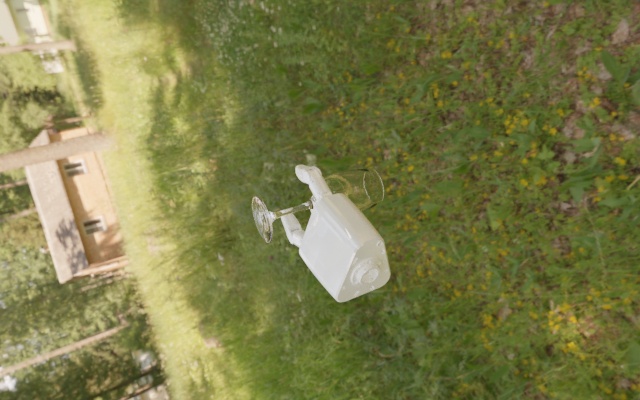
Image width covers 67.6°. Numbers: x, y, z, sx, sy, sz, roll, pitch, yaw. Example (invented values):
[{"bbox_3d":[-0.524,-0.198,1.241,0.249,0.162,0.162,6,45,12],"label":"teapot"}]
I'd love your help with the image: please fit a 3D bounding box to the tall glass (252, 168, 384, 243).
[{"bbox_3d":[-0.001,0.002,0.749,0.201,0.079,0.079,-17,7,-24],"label":"tall glass"}]
